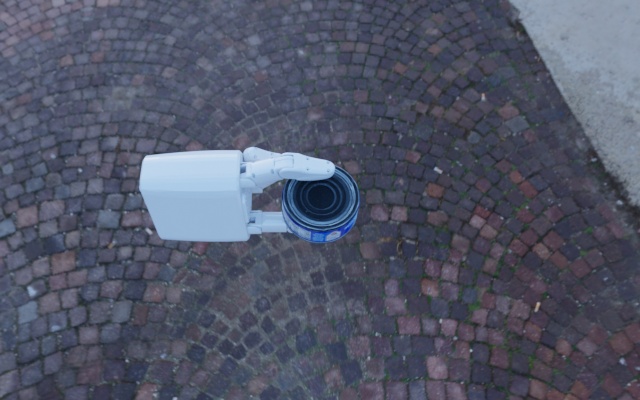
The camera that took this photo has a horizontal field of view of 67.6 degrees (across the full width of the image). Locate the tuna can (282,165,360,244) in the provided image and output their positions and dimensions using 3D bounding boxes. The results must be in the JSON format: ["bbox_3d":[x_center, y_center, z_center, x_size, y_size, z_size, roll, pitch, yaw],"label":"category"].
[{"bbox_3d":[0.000,0.001,0.524,0.086,0.086,0.034,0,-27,-4],"label":"tuna can"}]
